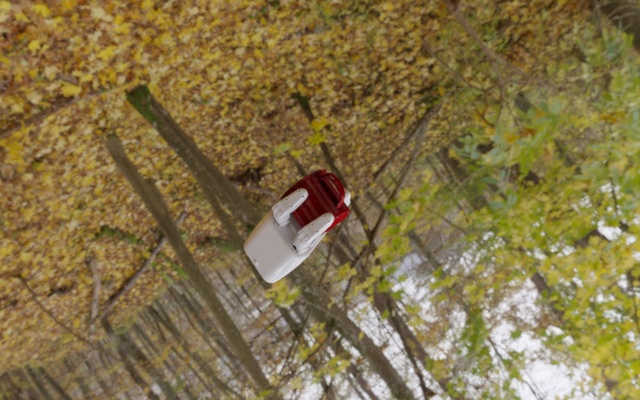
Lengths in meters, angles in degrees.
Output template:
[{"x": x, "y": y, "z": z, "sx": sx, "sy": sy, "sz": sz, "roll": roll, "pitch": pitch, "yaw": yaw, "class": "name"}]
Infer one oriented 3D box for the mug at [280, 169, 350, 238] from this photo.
[{"x": 0.001, "y": 0.002, "z": 0.772, "sx": 0.093, "sy": 0.081, "sz": 0.117, "roll": -24, "pitch": -15, "yaw": -46, "class": "mug"}]
